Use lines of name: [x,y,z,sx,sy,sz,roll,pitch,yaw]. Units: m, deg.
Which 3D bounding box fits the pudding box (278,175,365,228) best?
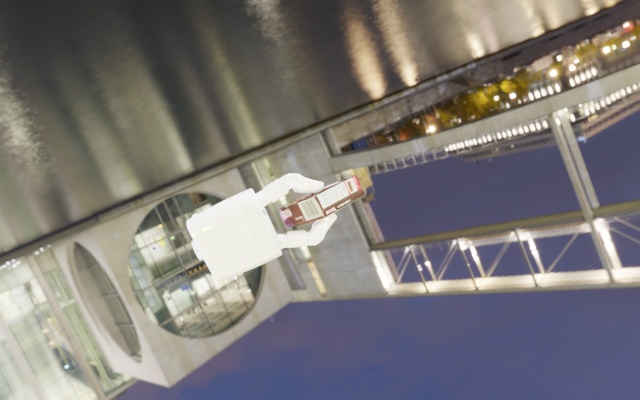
pudding box: [0.000,0.003,0.742,0.090,0.039,0.113,-29,8,-34]
